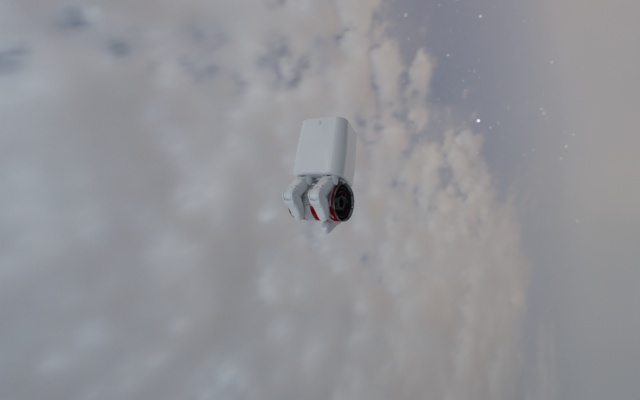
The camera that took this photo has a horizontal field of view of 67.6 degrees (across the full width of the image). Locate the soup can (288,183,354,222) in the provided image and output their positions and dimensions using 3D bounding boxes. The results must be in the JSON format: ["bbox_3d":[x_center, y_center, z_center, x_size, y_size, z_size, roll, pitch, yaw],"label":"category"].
[{"bbox_3d":[0.000,0.003,0.860,0.102,0.068,0.068,1,0,34],"label":"soup can"}]
